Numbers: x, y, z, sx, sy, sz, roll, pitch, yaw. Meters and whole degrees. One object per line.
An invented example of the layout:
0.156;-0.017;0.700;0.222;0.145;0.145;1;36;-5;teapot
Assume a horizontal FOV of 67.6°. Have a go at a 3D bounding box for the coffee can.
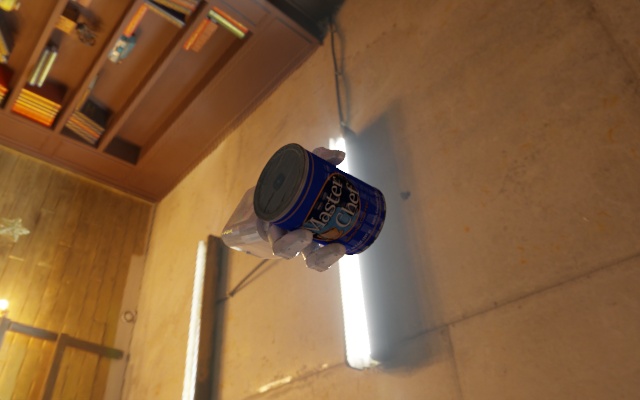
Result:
0.000;0.002;0.615;0.140;0.102;0.103;26;-15;-34;coffee can
